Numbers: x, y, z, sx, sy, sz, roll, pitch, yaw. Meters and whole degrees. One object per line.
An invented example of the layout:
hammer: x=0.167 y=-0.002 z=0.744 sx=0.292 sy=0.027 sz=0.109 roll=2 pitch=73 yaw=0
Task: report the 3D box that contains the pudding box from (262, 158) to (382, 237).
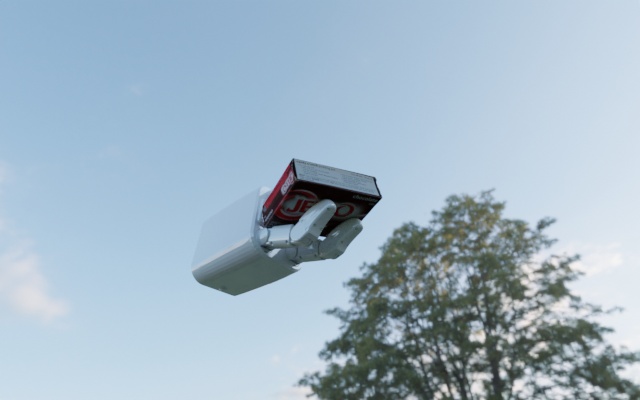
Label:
pudding box: x=0.000 y=0.002 z=0.556 sx=0.113 sy=0.039 sz=0.090 roll=9 pitch=-40 yaw=-28
